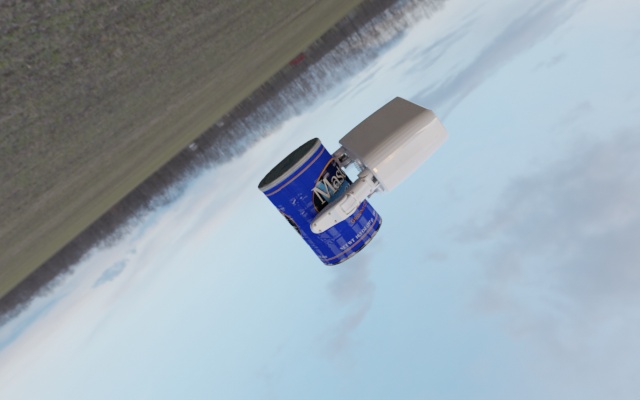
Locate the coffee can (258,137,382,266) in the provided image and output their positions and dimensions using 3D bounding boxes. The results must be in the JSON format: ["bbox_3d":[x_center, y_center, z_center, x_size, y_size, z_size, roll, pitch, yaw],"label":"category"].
[{"bbox_3d":[0.000,0.002,0.638,0.103,0.140,0.102,-37,15,11],"label":"coffee can"}]
